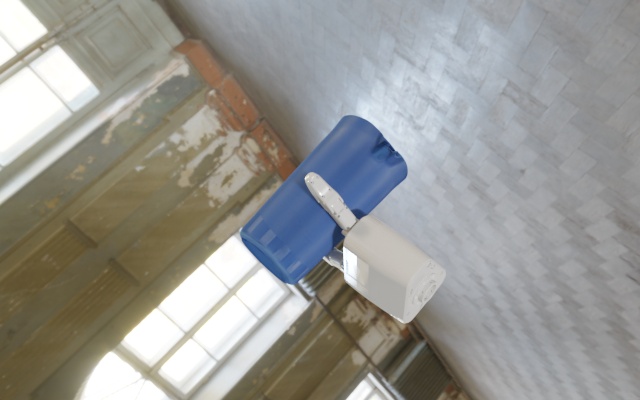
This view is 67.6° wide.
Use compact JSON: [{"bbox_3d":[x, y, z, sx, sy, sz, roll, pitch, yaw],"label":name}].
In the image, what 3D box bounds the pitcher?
[{"bbox_3d":[0.000,0.002,0.702,0.145,0.242,0.149,34,-19,33],"label":"pitcher"}]
